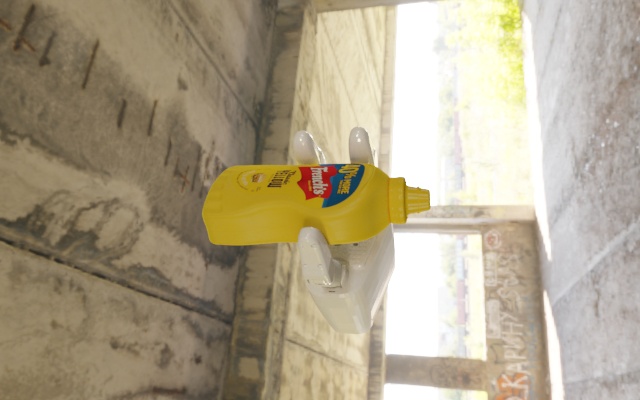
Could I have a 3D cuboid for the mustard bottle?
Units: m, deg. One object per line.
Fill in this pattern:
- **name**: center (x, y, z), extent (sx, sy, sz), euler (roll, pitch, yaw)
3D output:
- **mustard bottle**: center (0.000, 0.001, 0.426), extent (0.191, 0.058, 0.096), euler (-1, 29, 15)
